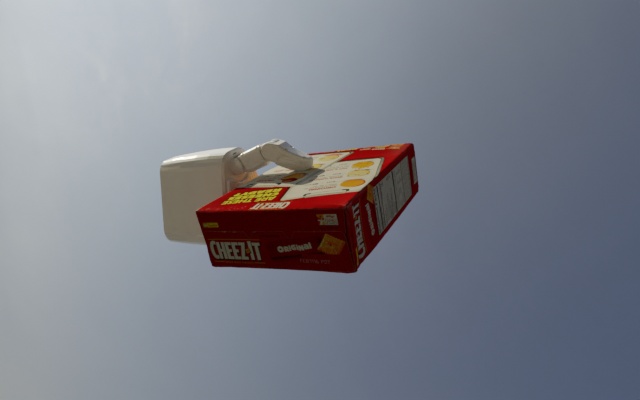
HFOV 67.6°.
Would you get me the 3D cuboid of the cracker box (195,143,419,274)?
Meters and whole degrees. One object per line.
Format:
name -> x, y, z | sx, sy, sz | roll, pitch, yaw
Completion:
cracker box -> 0.000, 0.001, 0.523 | 0.164, 0.072, 0.213 | -3, 19, 28
